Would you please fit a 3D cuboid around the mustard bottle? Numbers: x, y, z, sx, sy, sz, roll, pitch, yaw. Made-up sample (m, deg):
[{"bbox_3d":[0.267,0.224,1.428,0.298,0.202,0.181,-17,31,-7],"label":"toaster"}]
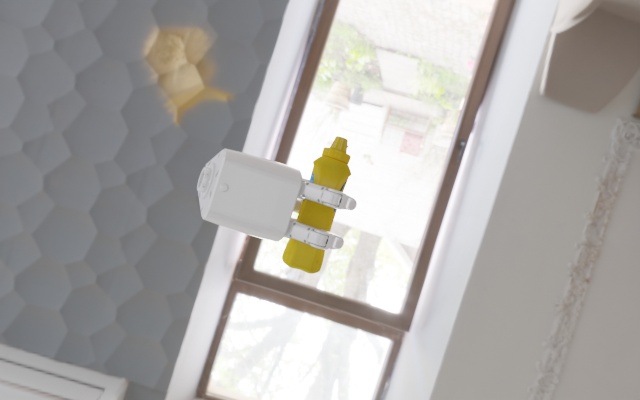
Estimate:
[{"bbox_3d":[0.000,0.003,0.675,0.058,0.191,0.096,18,1,0],"label":"mustard bottle"}]
